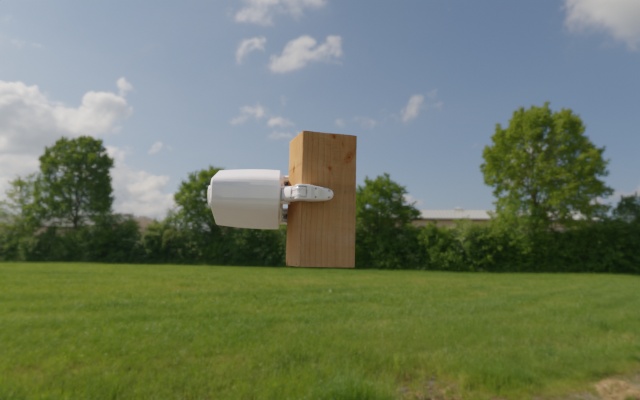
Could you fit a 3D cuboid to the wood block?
[{"bbox_3d":[0.000,0.002,0.764,0.090,0.206,0.091,3,-6,-18],"label":"wood block"}]
